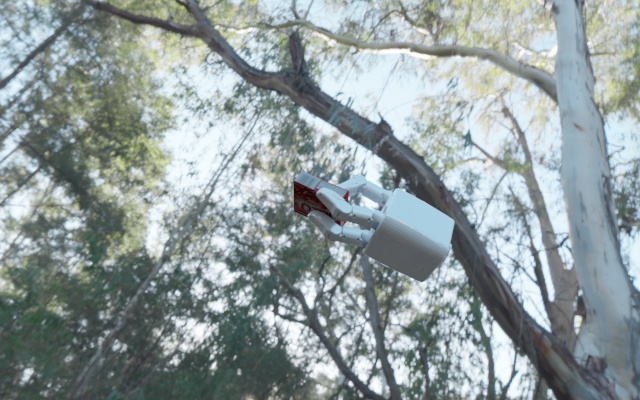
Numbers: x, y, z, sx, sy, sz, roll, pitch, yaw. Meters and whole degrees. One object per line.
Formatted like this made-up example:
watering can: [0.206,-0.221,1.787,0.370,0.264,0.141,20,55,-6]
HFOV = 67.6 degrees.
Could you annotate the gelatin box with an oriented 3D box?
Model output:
gelatin box: [0.000,0.002,0.758,0.089,0.073,0.030,24,51,18]
